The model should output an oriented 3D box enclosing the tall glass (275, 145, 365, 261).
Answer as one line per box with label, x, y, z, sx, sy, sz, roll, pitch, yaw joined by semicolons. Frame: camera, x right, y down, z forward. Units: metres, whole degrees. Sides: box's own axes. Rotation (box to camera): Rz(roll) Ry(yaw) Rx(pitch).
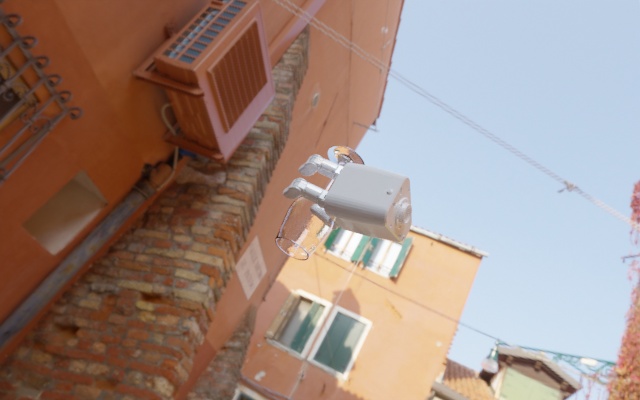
tall glass;0.000;0.002;0.804;0.079;0.201;0.079;24;-29;14
